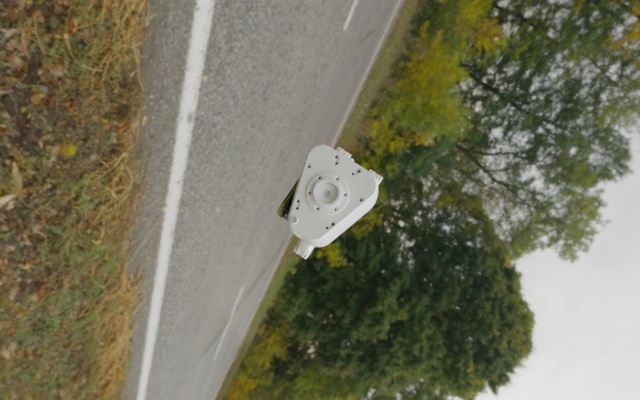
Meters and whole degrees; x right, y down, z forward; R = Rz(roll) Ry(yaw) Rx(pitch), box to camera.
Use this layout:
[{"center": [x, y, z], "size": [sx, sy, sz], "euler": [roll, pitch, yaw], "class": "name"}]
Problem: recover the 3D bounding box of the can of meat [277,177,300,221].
[{"center": [0.000, 0.003, 0.691], "size": [0.084, 0.102, 0.057], "euler": [33, -8, 6], "class": "can of meat"}]
